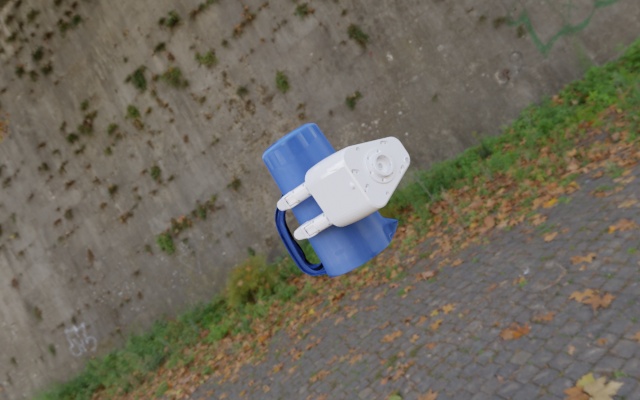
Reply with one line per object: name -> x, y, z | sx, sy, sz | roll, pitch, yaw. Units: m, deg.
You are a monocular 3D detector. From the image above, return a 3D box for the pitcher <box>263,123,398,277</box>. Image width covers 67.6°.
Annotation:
pitcher -> 0.000, 0.003, 0.807 | 0.149, 0.243, 0.145 | -35, 3, -29
